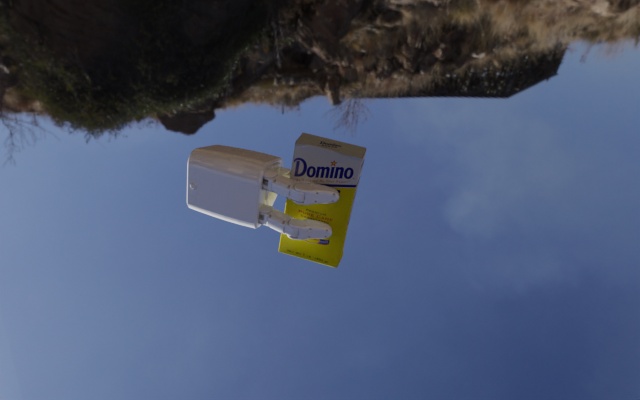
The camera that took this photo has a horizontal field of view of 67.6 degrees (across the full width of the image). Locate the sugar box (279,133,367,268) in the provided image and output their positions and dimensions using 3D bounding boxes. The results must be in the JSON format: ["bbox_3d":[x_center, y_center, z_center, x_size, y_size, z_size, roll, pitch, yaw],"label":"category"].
[{"bbox_3d":[0.000,0.002,0.665,0.093,0.176,0.048,14,30,7],"label":"sugar box"}]
